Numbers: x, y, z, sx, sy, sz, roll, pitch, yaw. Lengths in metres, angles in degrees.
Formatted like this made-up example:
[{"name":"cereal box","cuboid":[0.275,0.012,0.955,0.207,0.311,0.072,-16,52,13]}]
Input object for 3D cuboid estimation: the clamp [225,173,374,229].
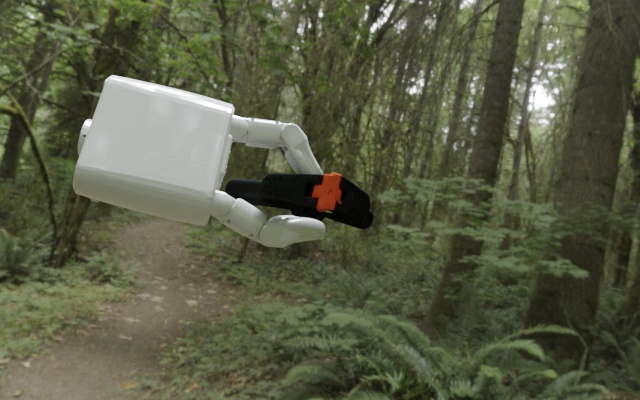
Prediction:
[{"name":"clamp","cuboid":[0.000,0.001,0.443,0.164,0.036,0.210,12,-5,-15]}]
